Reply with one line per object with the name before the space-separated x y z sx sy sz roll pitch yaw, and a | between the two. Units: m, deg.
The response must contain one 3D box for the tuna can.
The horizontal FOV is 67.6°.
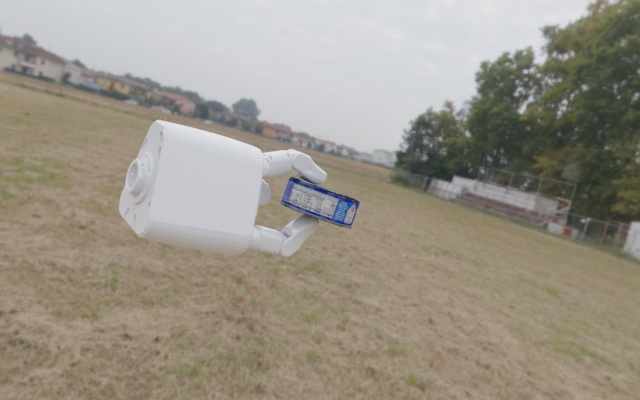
tuna can | 0.000 0.001 0.539 0.086 0.034 0.086 20 2 -1
